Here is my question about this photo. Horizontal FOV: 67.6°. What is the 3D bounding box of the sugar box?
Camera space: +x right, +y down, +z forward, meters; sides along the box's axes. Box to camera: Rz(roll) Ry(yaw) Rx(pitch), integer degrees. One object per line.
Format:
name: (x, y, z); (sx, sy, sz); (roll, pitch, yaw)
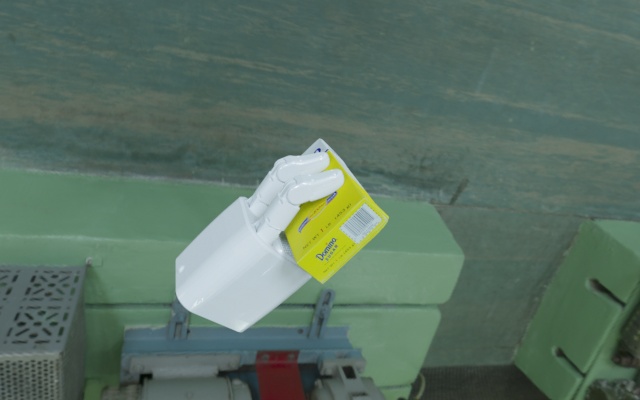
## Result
sugar box: (0.000, 0.002, 0.522); (0.048, 0.093, 0.176); (42, 8, -30)
